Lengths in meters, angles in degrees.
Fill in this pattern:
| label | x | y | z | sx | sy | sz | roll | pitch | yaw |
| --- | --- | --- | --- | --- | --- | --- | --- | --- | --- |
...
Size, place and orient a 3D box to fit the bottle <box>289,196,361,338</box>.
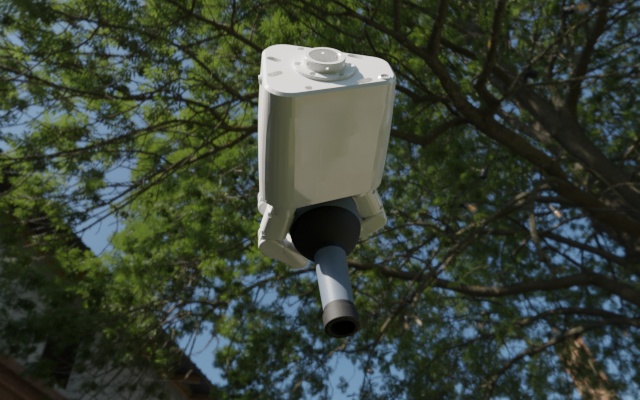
| label | x | y | z | sx | sy | sz | roll | pitch | yaw |
| --- | --- | --- | --- | --- | --- | --- | --- | --- | --- |
| bottle | 0.000 | 0.001 | 0.469 | 0.069 | 0.069 | 0.295 | 0 | 40 | -8 |
